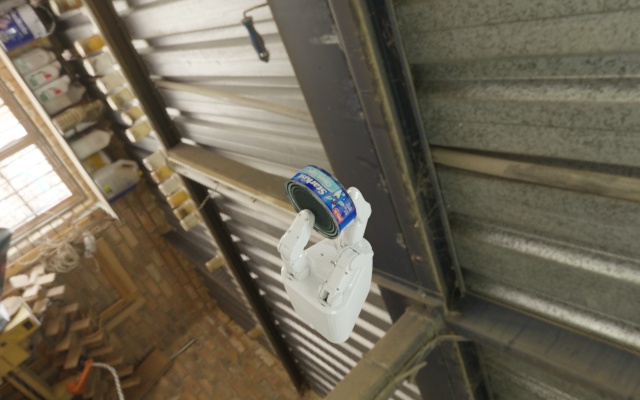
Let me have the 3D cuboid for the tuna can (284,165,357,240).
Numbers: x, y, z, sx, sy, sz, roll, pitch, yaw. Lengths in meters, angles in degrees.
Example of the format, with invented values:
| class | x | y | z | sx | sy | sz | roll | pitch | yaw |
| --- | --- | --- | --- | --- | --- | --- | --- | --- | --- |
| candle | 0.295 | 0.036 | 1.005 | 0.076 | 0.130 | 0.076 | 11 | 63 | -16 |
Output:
| class | x | y | z | sx | sy | sz | roll | pitch | yaw |
| --- | --- | --- | --- | --- | --- | --- | --- | --- | --- |
| tuna can | 0.000 | 0.001 | 0.544 | 0.033 | 0.086 | 0.086 | -42 | 17 | -20 |
